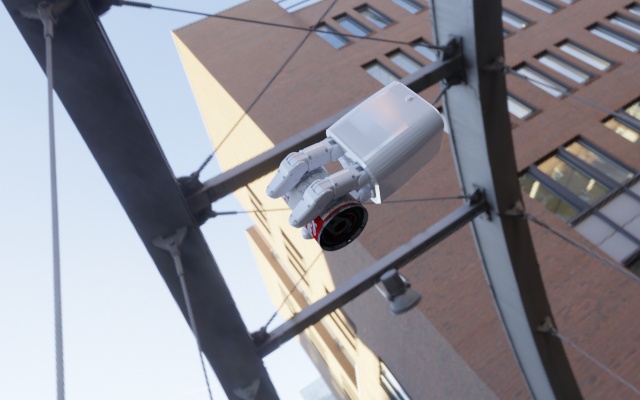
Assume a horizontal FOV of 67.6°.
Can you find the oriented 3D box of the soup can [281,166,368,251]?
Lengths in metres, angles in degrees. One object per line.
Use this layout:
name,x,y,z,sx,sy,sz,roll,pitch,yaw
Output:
soup can,0.000,0.002,0.572,0.068,0.068,0.102,0,38,-43
